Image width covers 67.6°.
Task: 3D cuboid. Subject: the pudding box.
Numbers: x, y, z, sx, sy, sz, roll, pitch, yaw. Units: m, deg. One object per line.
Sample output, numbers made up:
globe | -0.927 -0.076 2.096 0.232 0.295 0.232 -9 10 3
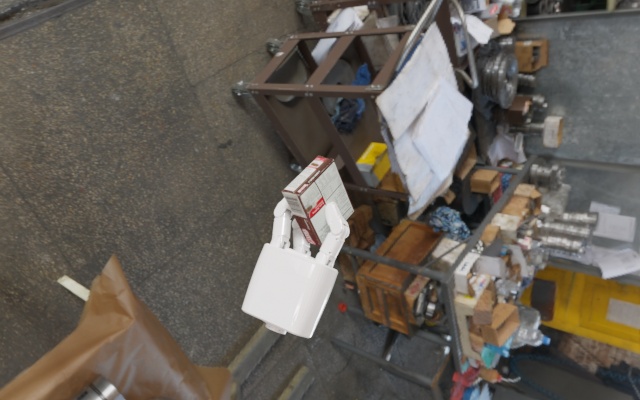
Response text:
pudding box | 0.000 0.002 0.740 0.039 0.114 0.090 16 52 40
